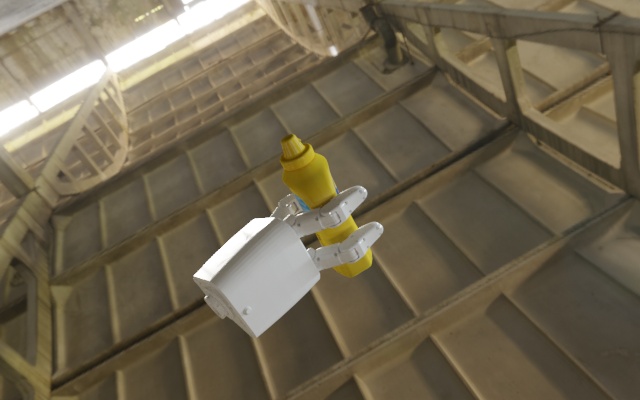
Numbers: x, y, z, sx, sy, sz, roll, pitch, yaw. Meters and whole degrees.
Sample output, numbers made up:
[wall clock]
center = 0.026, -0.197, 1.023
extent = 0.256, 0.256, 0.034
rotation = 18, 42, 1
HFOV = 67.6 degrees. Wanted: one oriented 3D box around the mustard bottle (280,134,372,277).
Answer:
[mustard bottle]
center = 0.000, 0.002, 0.596
extent = 0.058, 0.192, 0.096
rotation = -30, 30, -2
